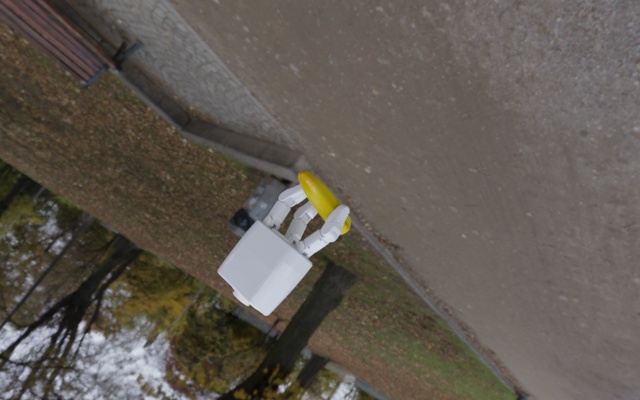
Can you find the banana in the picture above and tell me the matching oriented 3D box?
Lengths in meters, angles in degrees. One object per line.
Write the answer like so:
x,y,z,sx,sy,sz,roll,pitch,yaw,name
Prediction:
0.014,0.015,0.779,0.069,0.037,0.198,42,-5,26,banana
